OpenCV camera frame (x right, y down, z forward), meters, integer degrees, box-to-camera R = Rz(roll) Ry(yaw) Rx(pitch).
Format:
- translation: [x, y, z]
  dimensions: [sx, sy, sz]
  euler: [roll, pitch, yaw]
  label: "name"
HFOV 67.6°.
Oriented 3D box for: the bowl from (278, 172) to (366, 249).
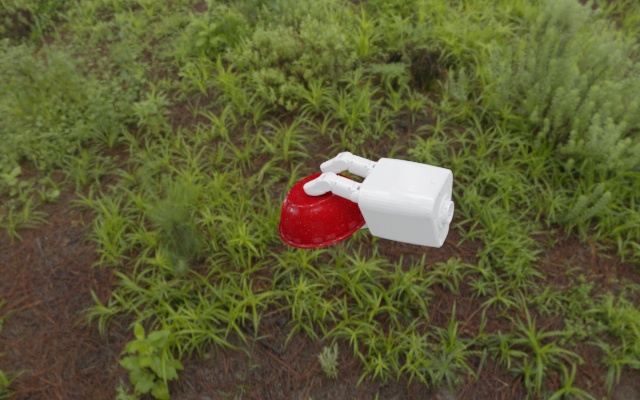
- translation: [-0.001, 0.002, 0.747]
  dimensions: [0.162, 0.055, 0.162]
  euler: [-16, 31, 10]
  label: "bowl"
